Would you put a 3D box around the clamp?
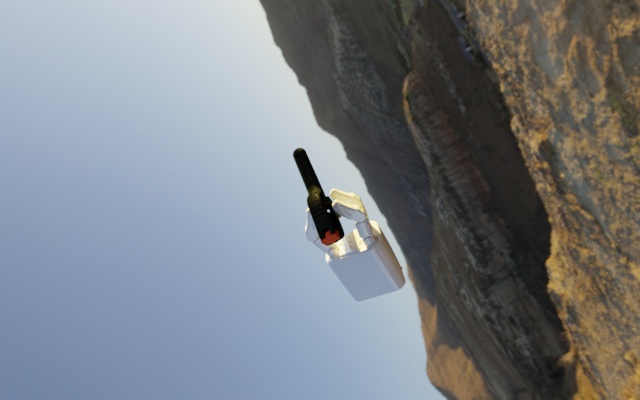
[{"bbox_3d":[0.000,0.003,0.816,0.036,0.165,0.210,-29,21,10],"label":"clamp"}]
